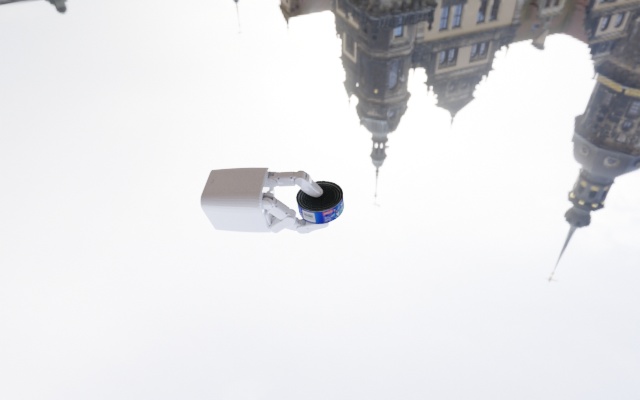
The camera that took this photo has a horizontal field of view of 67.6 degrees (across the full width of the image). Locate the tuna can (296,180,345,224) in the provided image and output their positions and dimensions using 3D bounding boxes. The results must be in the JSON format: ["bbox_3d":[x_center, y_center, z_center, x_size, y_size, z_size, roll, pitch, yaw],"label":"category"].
[{"bbox_3d":[0.000,0.003,0.856,0.086,0.034,0.086,-5,40,4],"label":"tuna can"}]
